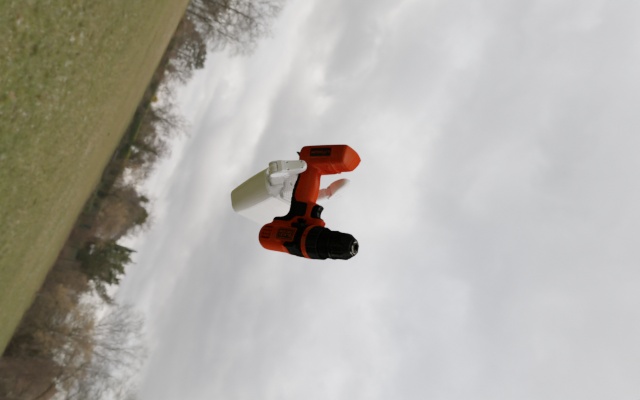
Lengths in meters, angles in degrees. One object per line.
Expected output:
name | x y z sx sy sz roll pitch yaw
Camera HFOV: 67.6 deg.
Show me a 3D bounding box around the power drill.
power drill | 0.000 0.002 0.752 0.184 0.187 0.057 4 -26 37
